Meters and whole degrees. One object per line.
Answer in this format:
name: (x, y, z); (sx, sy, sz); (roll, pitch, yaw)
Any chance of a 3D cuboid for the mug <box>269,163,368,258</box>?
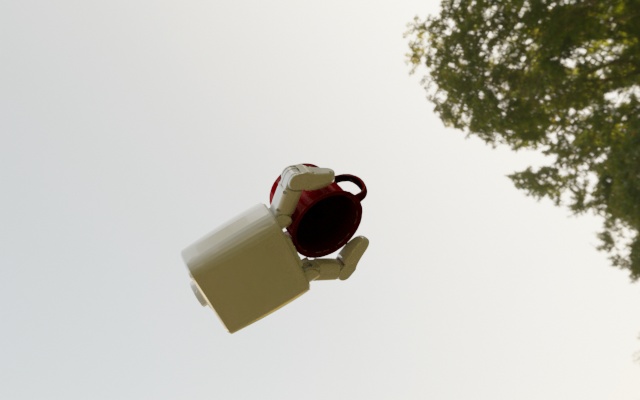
mug: (0.001, 0.001, 0.574); (0.117, 0.093, 0.081); (-30, 44, -12)
